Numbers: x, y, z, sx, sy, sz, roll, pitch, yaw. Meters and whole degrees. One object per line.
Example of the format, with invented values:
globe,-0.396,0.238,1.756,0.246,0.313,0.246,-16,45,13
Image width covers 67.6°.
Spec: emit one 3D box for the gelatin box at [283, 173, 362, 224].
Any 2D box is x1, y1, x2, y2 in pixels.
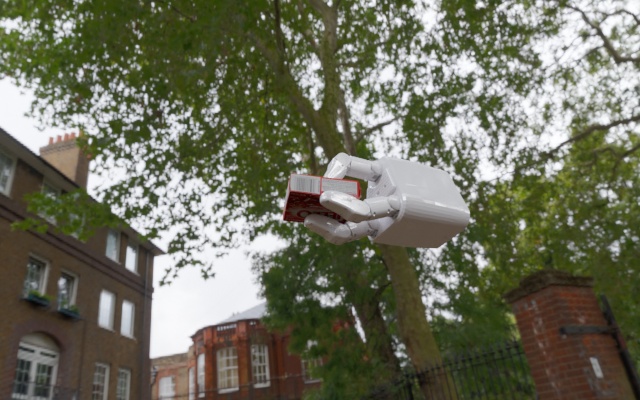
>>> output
gelatin box,0.000,0.002,0.608,0.089,0.030,0.073,6,-33,-8
